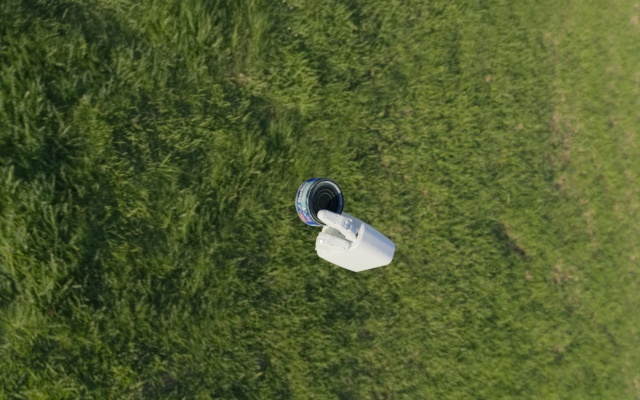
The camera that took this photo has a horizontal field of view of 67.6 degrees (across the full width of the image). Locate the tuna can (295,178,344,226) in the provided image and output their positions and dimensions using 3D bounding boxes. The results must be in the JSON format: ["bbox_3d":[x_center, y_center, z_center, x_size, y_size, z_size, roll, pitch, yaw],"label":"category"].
[{"bbox_3d":[0.000,0.003,0.839,0.086,0.086,0.034,0,1,-38],"label":"tuna can"}]
